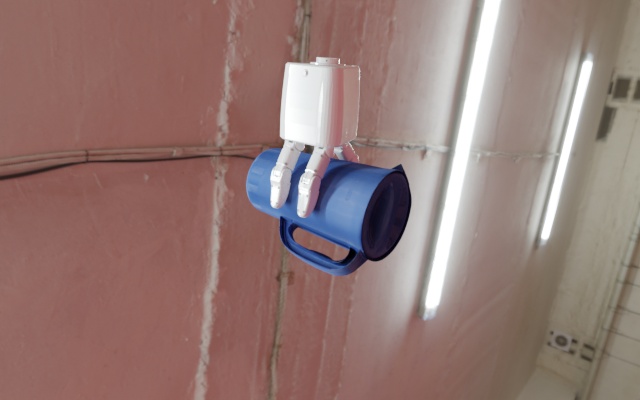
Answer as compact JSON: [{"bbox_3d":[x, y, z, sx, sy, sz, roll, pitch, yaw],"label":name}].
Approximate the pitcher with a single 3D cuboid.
[{"bbox_3d":[0.000,0.002,0.724,0.243,0.145,0.149,17,24,35],"label":"pitcher"}]
